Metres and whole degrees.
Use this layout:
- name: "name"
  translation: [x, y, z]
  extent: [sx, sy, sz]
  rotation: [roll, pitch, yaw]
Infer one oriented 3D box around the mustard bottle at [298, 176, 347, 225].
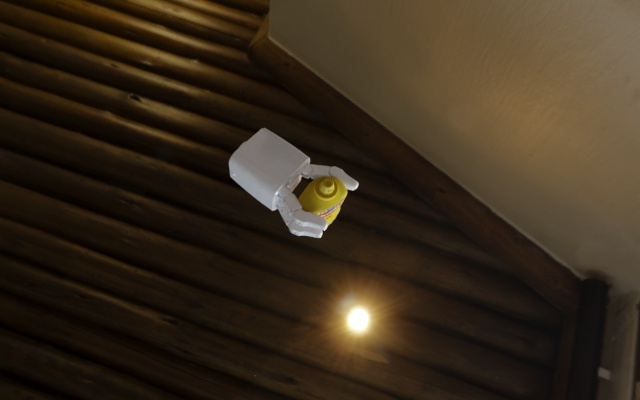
- name: "mustard bottle"
  translation: [0.000, 0.003, 0.867]
  extent: [0.096, 0.058, 0.192]
  rotation: [-26, -15, -16]
